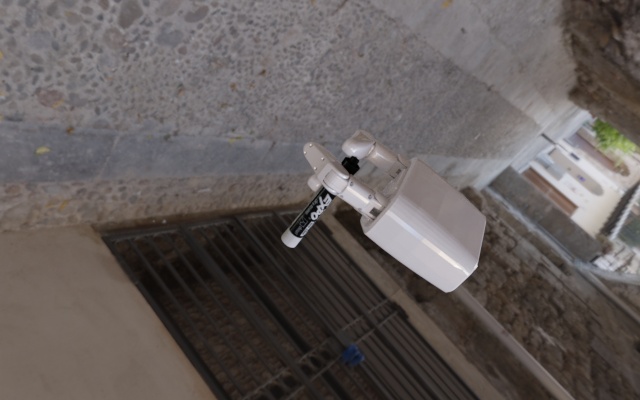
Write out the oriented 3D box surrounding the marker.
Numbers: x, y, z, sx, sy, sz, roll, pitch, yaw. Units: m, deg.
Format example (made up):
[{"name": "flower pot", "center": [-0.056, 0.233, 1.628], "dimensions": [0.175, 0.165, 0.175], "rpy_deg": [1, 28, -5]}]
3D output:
[{"name": "marker", "center": [0.000, 0.002, 0.494], "dimensions": [0.020, 0.121, 0.020], "rpy_deg": [32, 24, -16]}]
